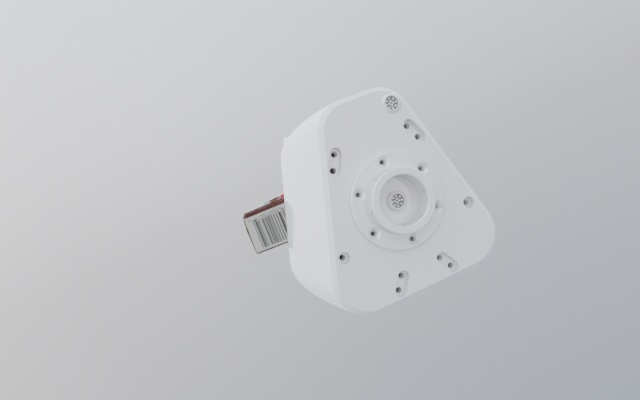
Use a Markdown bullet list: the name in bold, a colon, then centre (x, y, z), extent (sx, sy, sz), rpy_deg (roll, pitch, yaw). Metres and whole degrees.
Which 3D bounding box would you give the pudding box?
- **pudding box**: centre (0.000, 0.001, 0.418), extent (0.113, 0.039, 0.090), rpy_deg (-20, 5, 16)
